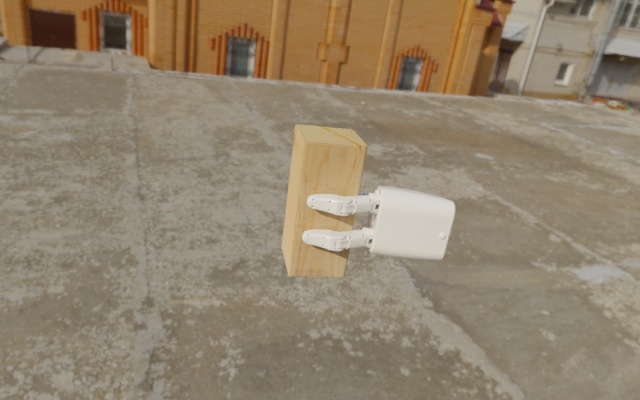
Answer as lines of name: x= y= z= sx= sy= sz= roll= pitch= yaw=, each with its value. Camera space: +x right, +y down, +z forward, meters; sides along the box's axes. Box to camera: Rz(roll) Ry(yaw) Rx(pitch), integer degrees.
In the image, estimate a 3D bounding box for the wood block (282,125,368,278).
wood block: x=0.000 y=0.002 z=0.708 sx=0.090 sy=0.206 sz=0.090 roll=3 pitch=23 yaw=-12
